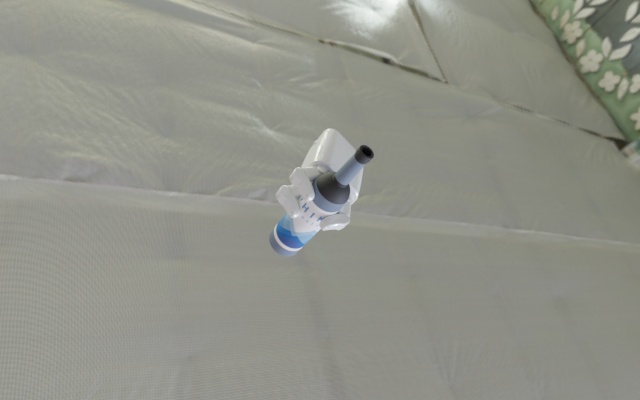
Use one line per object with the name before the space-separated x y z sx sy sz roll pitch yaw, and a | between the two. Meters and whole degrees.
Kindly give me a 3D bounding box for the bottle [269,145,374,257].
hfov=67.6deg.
bottle | 0.000 0.003 0.844 0.069 0.069 0.296 0 -32 -35
